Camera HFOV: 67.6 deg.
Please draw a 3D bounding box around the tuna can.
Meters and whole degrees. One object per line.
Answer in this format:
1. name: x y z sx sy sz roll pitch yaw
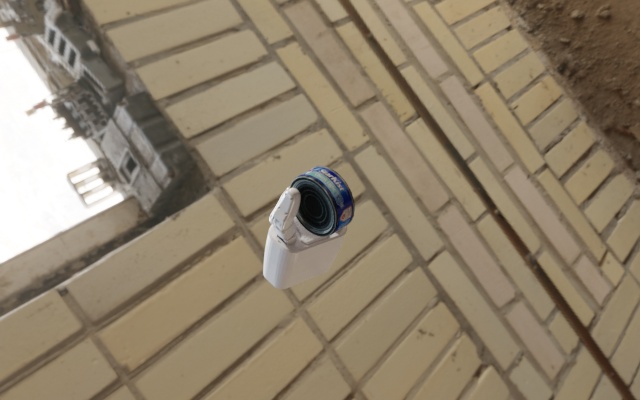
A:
1. tuna can: 0.000 0.002 0.601 0.033 0.086 0.086 -30 20 -38
